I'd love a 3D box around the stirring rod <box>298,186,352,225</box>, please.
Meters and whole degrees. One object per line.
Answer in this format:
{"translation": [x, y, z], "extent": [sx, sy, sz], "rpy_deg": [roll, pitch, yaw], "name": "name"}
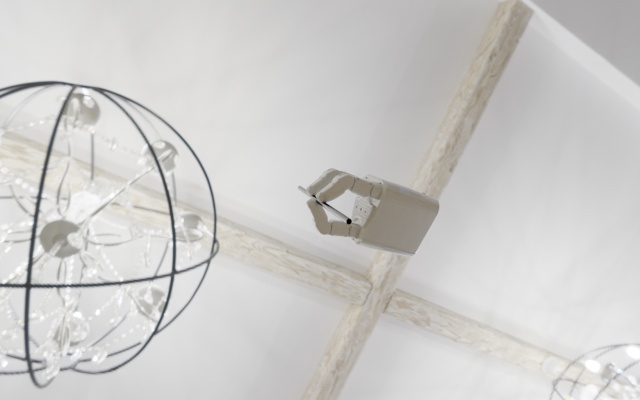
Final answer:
{"translation": [0.000, 0.002, 0.711], "extent": [0.011, 0.011, 0.239], "rpy_deg": [0, 12, -18], "name": "stirring rod"}
